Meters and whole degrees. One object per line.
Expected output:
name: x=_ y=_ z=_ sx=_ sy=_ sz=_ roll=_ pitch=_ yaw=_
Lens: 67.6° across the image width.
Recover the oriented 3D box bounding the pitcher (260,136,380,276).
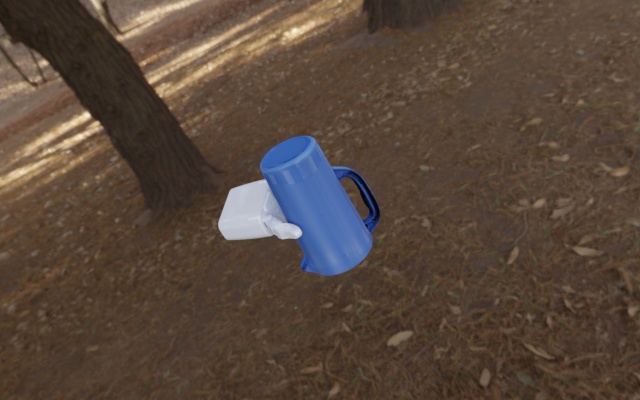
pitcher: x=0.000 y=0.003 z=0.871 sx=0.145 sy=0.243 sz=0.149 roll=-9 pitch=34 yaw=31
